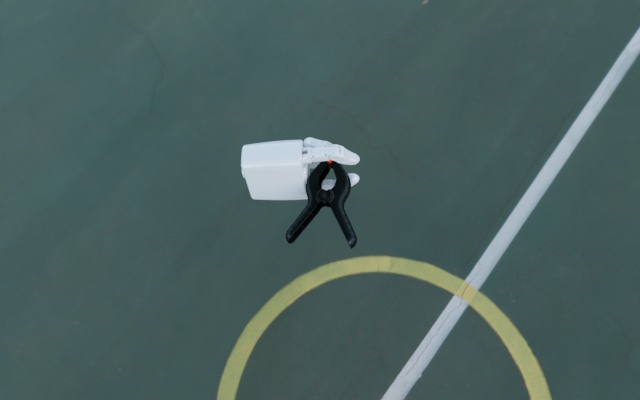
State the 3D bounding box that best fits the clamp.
[{"bbox_3d":[0.000,0.002,0.817,0.120,0.171,0.039,-3,-24,6],"label":"clamp"}]
